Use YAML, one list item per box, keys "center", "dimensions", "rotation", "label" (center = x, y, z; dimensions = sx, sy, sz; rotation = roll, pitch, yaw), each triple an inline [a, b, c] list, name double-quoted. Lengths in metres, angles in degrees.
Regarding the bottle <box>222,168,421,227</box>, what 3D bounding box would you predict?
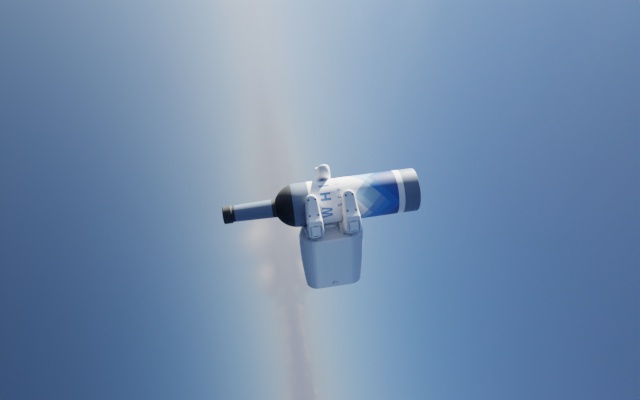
- center: [0.000, 0.002, 0.727]
  dimensions: [0.296, 0.069, 0.069]
  rotation: [-8, 1, -5]
  label: "bottle"
